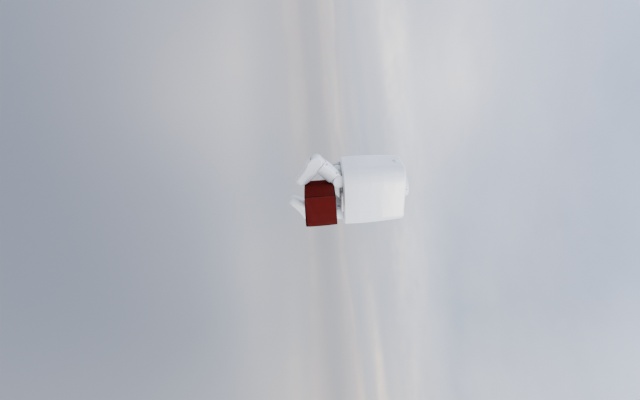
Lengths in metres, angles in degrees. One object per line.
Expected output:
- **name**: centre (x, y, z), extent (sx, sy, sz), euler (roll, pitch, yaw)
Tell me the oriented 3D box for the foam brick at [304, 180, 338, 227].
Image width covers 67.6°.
- **foam brick**: centre (0.000, 0.003, 0.790), extent (0.051, 0.053, 0.078), euler (-3, 23, 0)
